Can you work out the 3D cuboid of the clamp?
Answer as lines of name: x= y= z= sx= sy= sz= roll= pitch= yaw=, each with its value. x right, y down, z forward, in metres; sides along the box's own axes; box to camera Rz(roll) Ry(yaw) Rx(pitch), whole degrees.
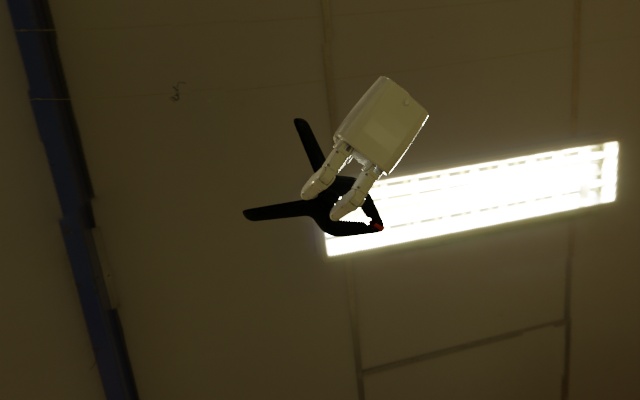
clamp: x=0.000 y=0.002 z=0.715 sx=0.210 sy=0.164 sz=0.036 roll=36 pitch=1 yaw=-17
